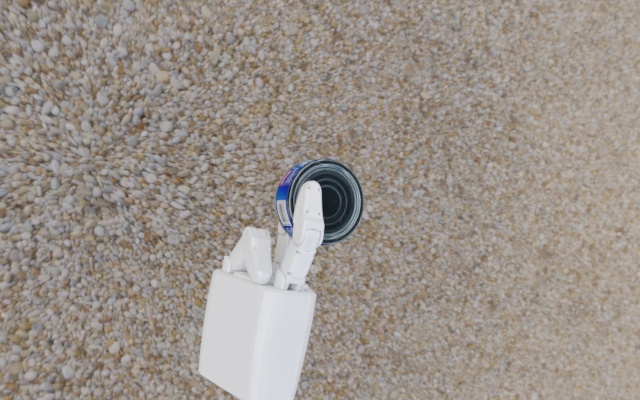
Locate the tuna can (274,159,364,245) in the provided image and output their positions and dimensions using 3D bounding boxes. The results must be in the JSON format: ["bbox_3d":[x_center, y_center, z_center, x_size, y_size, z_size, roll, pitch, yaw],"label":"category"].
[{"bbox_3d":[0.000,0.001,0.473,0.086,0.086,0.034,0,-1,-27],"label":"tuna can"}]
